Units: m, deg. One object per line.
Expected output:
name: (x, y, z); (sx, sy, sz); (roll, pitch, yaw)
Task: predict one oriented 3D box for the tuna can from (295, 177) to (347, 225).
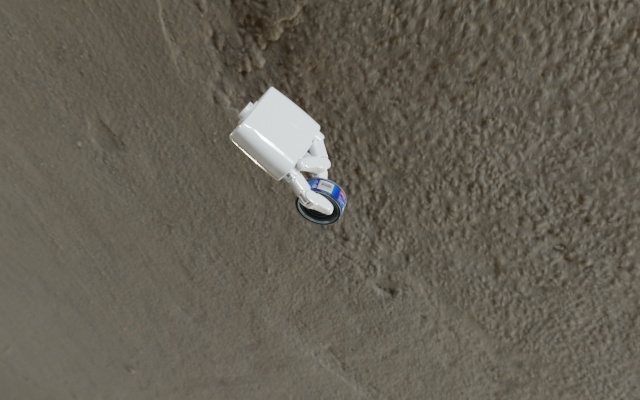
tuna can: (0.000, 0.003, 0.826); (0.086, 0.086, 0.033); (0, 44, 22)
